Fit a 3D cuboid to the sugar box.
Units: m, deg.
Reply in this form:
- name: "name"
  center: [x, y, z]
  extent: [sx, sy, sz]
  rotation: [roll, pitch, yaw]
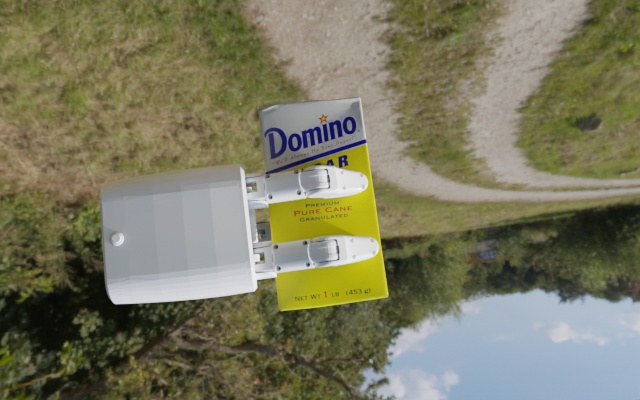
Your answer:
- name: "sugar box"
  center: [0.000, 0.001, 0.418]
  extent: [0.093, 0.176, 0.048]
  rotation: [-7, -7, -5]
